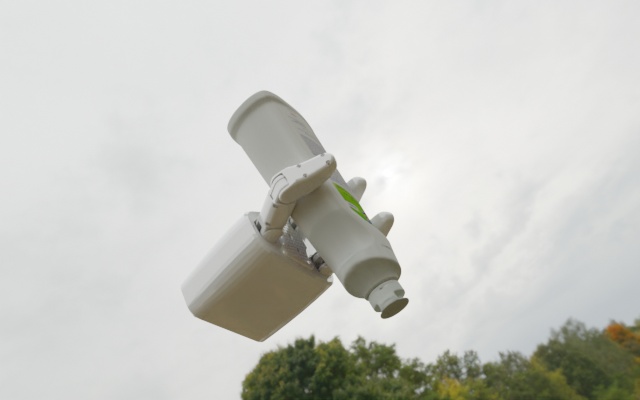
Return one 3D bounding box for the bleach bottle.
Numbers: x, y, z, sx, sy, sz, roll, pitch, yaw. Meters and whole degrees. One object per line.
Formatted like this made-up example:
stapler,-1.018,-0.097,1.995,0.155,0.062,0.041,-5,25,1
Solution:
bleach bottle,0.000,0.001,0.459,0.068,0.250,0.102,-44,-36,14
